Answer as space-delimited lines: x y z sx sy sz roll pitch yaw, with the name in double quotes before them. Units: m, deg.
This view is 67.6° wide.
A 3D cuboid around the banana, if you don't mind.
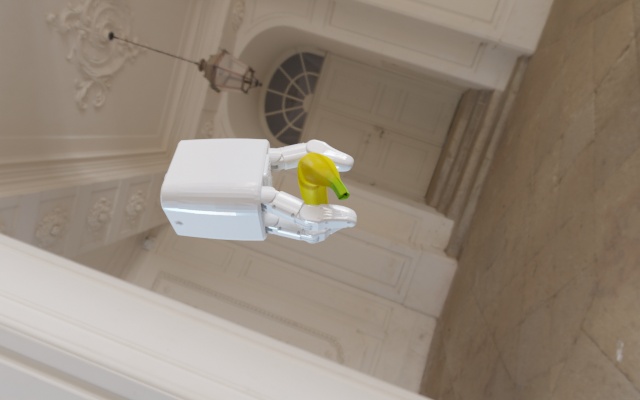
"banana" -0.005 -0.016 0.565 0.037 0.069 0.198 -16 -7 -7
